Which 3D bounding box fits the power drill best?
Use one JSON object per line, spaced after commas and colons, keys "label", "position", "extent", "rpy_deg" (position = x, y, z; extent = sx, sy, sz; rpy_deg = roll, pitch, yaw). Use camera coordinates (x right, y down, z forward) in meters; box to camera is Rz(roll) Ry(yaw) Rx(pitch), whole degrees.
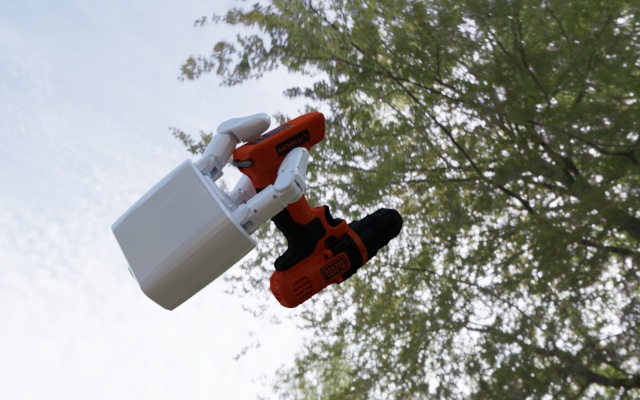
{"label": "power drill", "position": [0.000, 0.001, 0.531], "extent": [0.184, 0.188, 0.057], "rpy_deg": [-31, 18, -26]}
